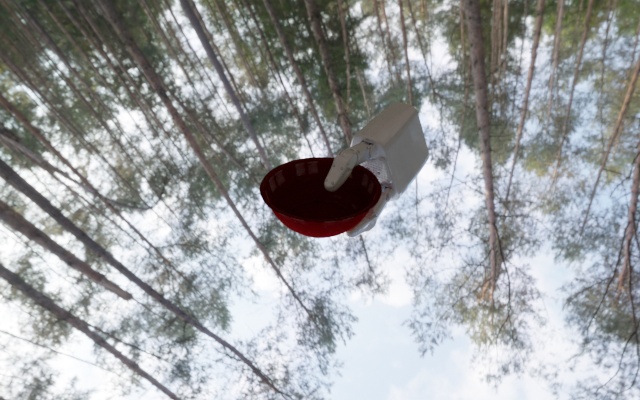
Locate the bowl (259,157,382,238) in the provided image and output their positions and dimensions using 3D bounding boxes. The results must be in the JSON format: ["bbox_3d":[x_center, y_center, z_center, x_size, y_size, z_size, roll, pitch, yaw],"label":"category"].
[{"bbox_3d":[-0.001,0.003,0.647,0.162,0.055,0.162,1,33,0],"label":"bowl"}]
